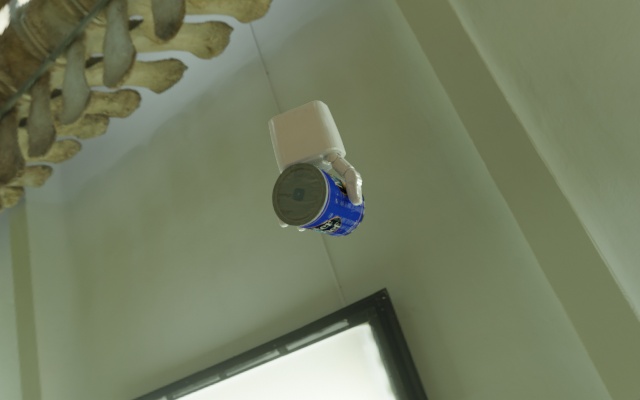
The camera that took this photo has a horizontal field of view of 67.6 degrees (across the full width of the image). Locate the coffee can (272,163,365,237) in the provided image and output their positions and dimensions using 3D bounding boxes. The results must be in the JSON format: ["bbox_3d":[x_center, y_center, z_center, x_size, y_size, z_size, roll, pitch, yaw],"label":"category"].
[{"bbox_3d":[0.000,0.003,0.810,0.103,0.103,0.140,0,-11,31],"label":"coffee can"}]
